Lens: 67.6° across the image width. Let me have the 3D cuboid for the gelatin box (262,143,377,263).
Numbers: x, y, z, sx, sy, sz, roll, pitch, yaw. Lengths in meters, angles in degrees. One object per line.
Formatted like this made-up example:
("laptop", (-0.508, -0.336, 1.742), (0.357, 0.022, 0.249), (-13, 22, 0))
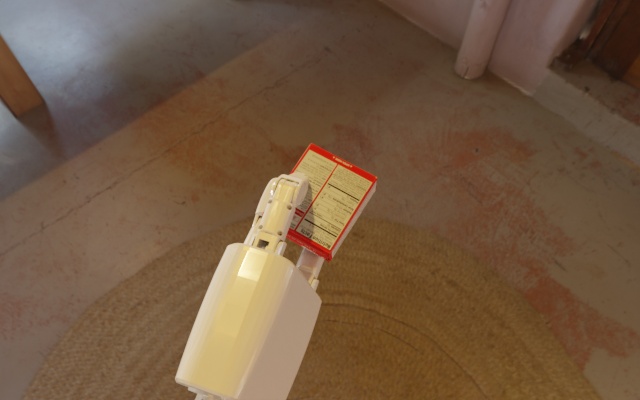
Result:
("gelatin box", (0.000, 0.001, 0.444), (0.073, 0.089, 0.030), (28, -18, 14))
